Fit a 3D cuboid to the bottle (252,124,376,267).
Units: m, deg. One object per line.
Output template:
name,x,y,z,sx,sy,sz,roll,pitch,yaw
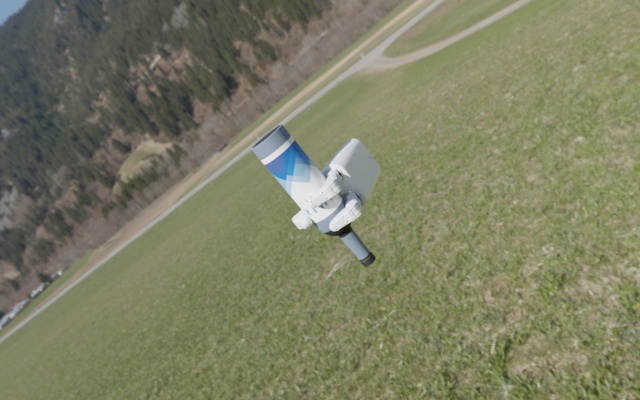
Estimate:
bottle,0.000,0.003,0.836,0.069,0.296,0.069,-36,15,12
